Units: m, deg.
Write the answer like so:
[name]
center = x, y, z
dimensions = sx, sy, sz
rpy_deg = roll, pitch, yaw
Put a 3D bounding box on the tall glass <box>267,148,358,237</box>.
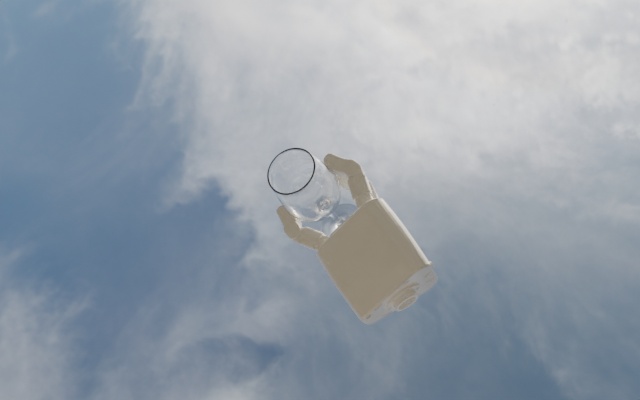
[tall glass]
center = 0.000, 0.002, 0.645
dimensions = 0.079, 0.079, 0.201
rpy_deg = 0, -22, 23
